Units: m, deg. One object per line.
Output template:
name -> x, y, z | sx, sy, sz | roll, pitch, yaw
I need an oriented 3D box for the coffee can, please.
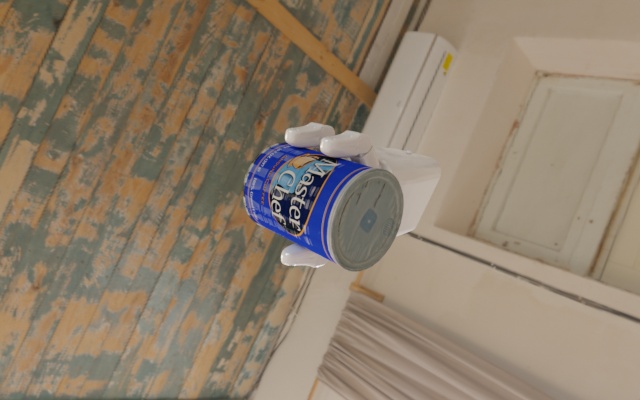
coffee can -> 0.000, 0.002, 0.501 | 0.103, 0.103, 0.140 | 0, 15, -45
